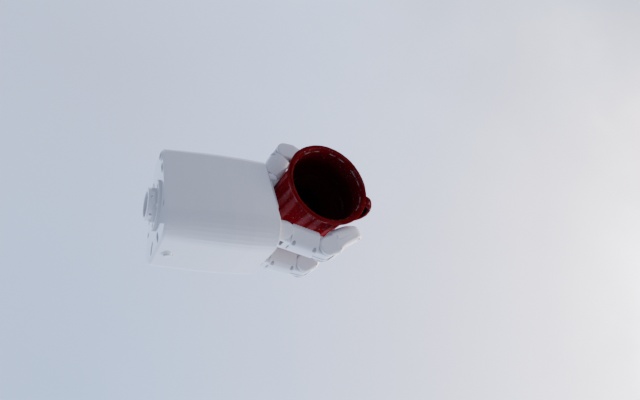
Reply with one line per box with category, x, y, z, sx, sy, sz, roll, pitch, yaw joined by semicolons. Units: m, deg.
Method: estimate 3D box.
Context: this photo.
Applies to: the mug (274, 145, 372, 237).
mug;0.001;0.002;0.530;0.117;0.093;0.081;10;-31;-27
